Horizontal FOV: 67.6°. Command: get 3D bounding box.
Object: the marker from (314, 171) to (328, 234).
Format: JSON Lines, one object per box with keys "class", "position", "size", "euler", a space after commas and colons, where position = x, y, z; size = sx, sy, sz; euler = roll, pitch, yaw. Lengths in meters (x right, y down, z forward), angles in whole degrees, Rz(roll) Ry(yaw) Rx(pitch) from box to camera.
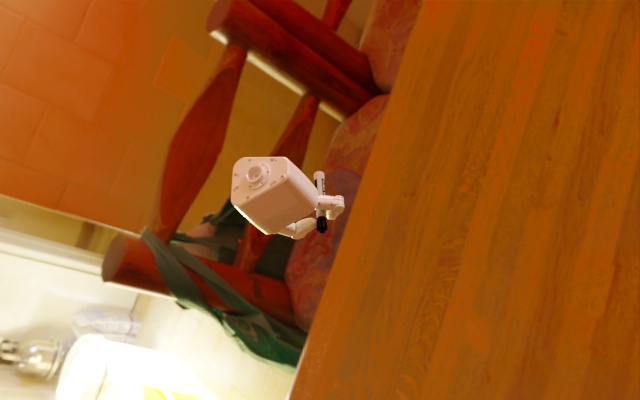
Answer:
{"class": "marker", "position": [0.000, 0.003, 0.846], "size": [0.020, 0.121, 0.020], "euler": [-2, -31, -1]}
